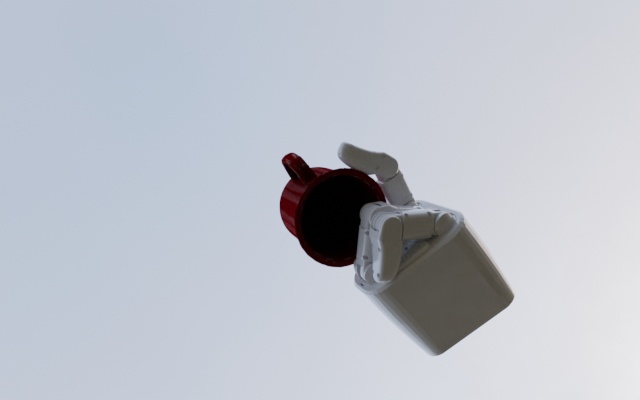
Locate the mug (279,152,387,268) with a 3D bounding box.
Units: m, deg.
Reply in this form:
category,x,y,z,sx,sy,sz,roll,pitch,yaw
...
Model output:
category,x,y,z,sx,sy,sz,roll,pitch,yaw
mug,-0.001,0.001,0.470,0.093,0.117,0.081,-43,21,-8
